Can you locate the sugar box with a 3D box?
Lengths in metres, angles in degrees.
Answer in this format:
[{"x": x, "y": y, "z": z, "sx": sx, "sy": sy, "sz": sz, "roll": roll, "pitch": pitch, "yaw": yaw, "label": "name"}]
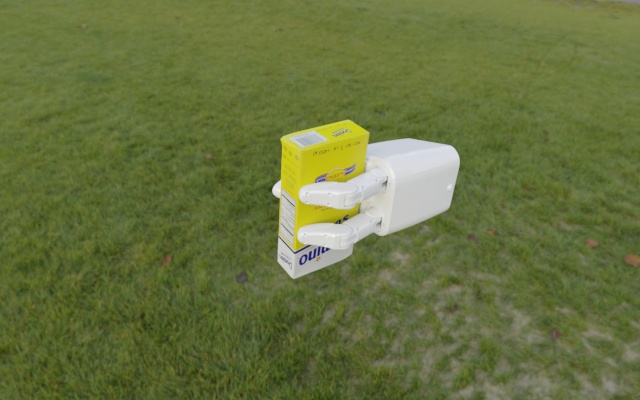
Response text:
[{"x": 0.001, "y": 0.002, "z": 0.555, "sx": 0.093, "sy": 0.176, "sz": 0.048, "roll": -18, "pitch": 38, "yaw": -29, "label": "sugar box"}]
